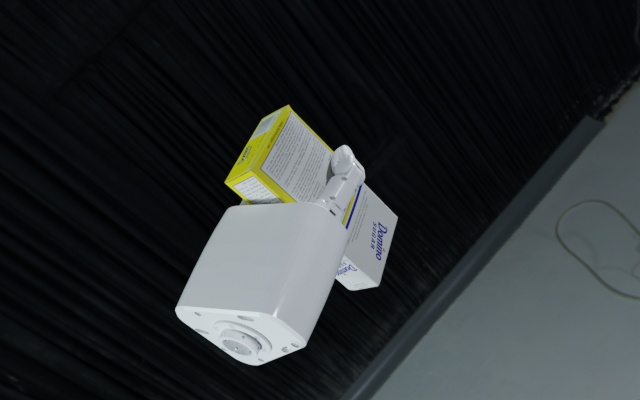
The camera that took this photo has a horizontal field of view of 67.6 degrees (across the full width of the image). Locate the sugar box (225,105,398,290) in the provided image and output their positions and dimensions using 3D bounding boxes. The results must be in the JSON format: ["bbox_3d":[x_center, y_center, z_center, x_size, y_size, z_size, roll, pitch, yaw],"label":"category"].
[{"bbox_3d":[0.000,0.002,0.465,0.048,0.093,0.176,-19,-54,41],"label":"sugar box"}]
